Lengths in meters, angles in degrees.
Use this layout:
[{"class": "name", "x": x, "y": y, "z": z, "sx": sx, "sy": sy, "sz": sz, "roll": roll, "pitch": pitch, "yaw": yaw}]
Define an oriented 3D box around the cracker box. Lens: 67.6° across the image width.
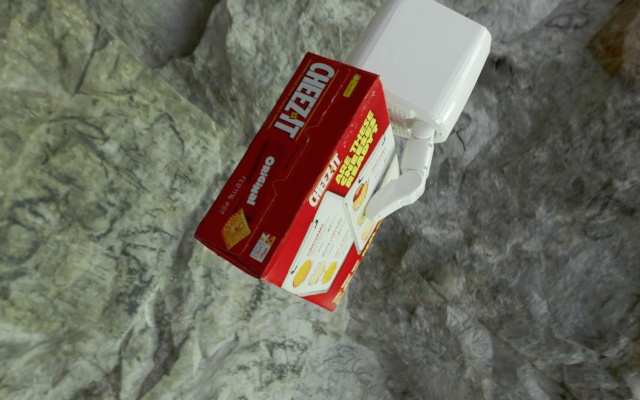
[{"class": "cracker box", "x": 0.000, "y": 0.002, "z": 0.425, "sx": 0.072, "sy": 0.164, "sz": 0.214, "roll": 26, "pitch": -10, "yaw": 21}]
